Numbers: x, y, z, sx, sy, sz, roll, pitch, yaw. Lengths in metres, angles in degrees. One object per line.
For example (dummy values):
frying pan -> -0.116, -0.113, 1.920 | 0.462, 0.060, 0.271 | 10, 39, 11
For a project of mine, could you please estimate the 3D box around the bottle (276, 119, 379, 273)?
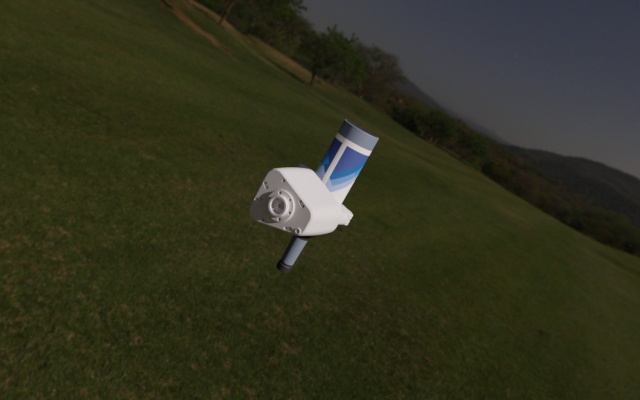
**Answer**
bottle -> 0.000, 0.003, 0.845 | 0.069, 0.296, 0.069 | 27, 15, -8
